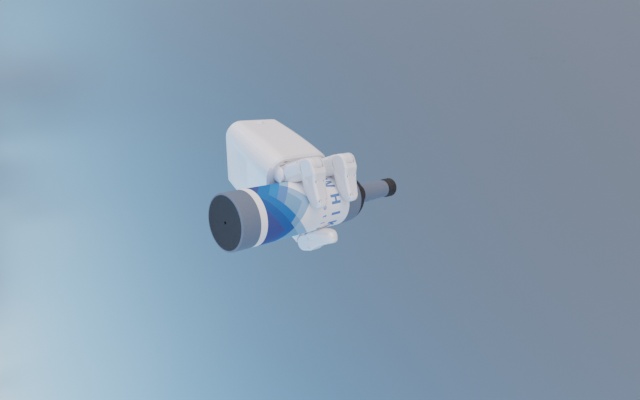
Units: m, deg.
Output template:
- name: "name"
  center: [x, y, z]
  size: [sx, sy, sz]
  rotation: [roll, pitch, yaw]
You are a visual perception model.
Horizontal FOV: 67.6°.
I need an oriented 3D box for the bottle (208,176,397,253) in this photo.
- name: "bottle"
  center: [0.000, 0.002, 0.617]
  size: [0.295, 0.069, 0.069]
  rotation: [-12, 8, -44]
